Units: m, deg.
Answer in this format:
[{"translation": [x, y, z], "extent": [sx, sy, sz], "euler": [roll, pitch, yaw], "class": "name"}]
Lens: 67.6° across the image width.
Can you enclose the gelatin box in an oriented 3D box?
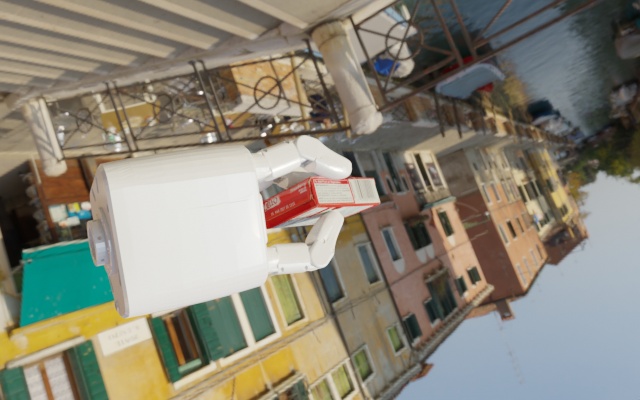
[{"translation": [0.000, 0.002, 0.455], "extent": [0.089, 0.030, 0.073], "euler": [-2, -16, -44], "class": "gelatin box"}]
